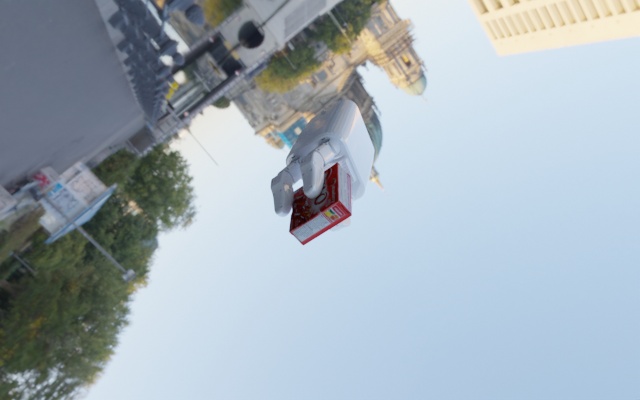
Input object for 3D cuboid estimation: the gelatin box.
[{"bbox_3d":[0.000,0.002,0.576,0.073,0.030,0.089,-33,28,22],"label":"gelatin box"}]
